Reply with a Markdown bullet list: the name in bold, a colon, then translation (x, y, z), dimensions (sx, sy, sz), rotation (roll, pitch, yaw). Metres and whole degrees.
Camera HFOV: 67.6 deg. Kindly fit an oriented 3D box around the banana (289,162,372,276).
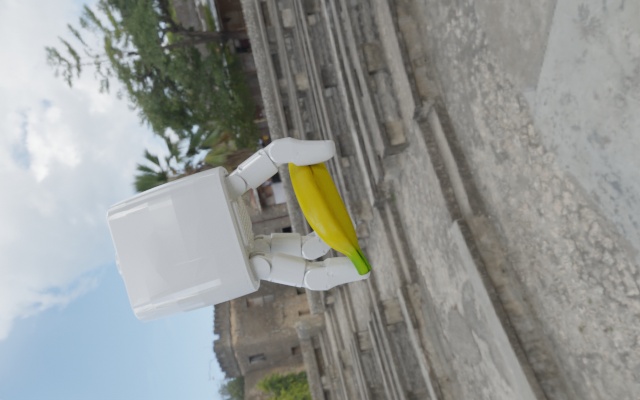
- **banana**: translation (-0.005, -0.010, 0.461), dimensions (0.037, 0.070, 0.197), rotation (-23, 37, 0)
